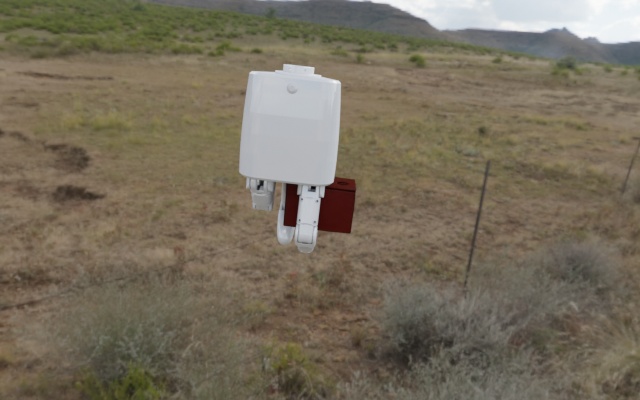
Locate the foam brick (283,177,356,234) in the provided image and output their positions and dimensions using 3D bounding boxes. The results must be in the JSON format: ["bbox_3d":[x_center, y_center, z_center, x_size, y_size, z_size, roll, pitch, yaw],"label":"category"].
[{"bbox_3d":[0.000,0.002,0.539,0.078,0.051,0.053,7,15,1],"label":"foam brick"}]
